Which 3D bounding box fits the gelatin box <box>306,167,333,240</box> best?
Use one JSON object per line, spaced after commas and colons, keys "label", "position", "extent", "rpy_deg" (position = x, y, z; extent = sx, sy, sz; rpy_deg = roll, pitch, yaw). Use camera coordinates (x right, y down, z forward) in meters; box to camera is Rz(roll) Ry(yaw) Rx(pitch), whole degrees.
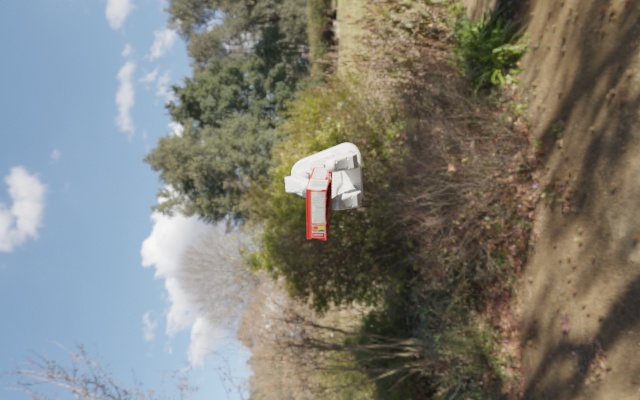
{"label": "gelatin box", "position": [0.000, 0.002, 0.652], "extent": [0.030, 0.073, 0.089], "rpy_deg": [2, 23, 6]}
